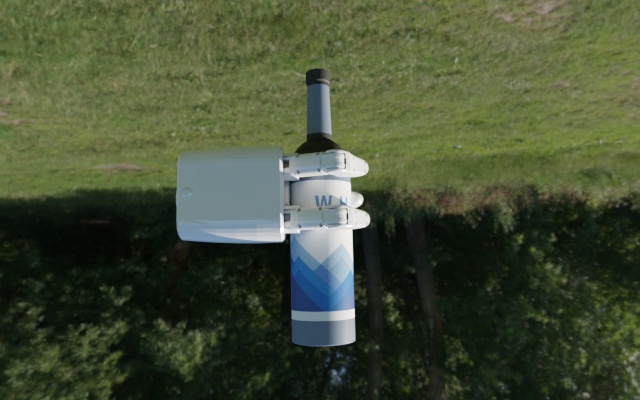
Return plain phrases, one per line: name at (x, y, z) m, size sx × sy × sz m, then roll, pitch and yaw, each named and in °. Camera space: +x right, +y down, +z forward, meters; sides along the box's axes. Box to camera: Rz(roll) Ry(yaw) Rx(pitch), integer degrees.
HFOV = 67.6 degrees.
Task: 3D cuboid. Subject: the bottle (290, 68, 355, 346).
bottle at (0.000, 0.002, 0.520) m, size 0.069 × 0.295 × 0.069 m, roll -1°, pitch -7°, yaw 0°
